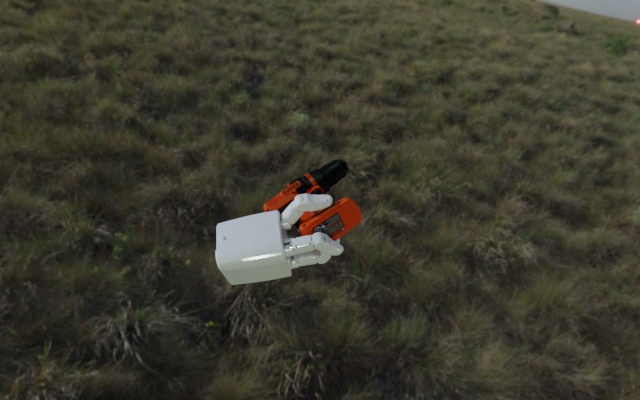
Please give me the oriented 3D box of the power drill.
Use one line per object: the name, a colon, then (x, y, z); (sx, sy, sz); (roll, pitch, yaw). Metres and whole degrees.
power drill: (0.000, 0.003, 0.853); (0.184, 0.057, 0.187); (-36, 28, -7)
